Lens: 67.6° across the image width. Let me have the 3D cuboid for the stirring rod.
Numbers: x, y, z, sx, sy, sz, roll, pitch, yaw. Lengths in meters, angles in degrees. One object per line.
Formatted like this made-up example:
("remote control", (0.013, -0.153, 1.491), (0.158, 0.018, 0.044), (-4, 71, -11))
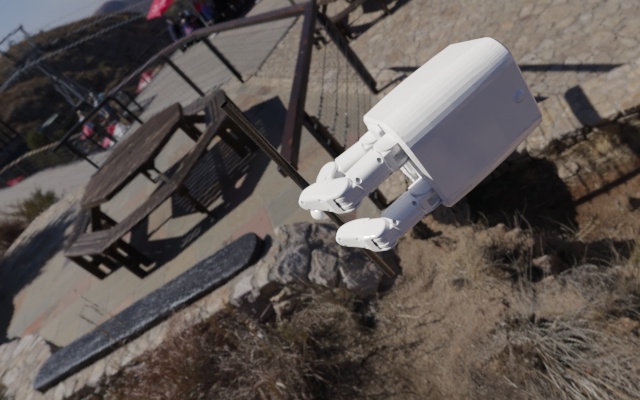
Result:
("stirring rod", (0.000, 0.001, 0.420), (0.011, 0.011, 0.240), (0, -38, 49))
